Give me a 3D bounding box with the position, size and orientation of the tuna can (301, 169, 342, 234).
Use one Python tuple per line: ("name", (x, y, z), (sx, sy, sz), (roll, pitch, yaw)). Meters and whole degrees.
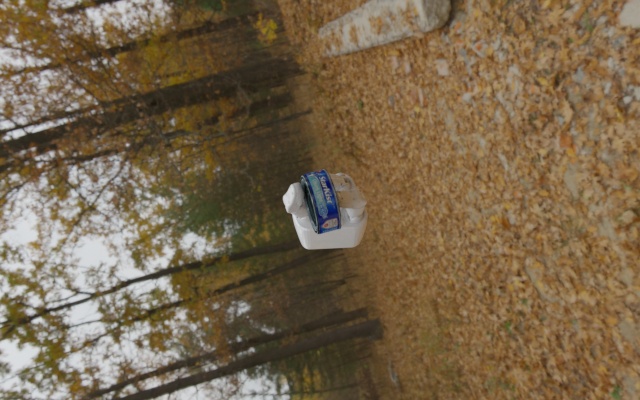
("tuna can", (0.000, 0.002, 0.652), (0.034, 0.086, 0.086), (-15, 2, -9))
